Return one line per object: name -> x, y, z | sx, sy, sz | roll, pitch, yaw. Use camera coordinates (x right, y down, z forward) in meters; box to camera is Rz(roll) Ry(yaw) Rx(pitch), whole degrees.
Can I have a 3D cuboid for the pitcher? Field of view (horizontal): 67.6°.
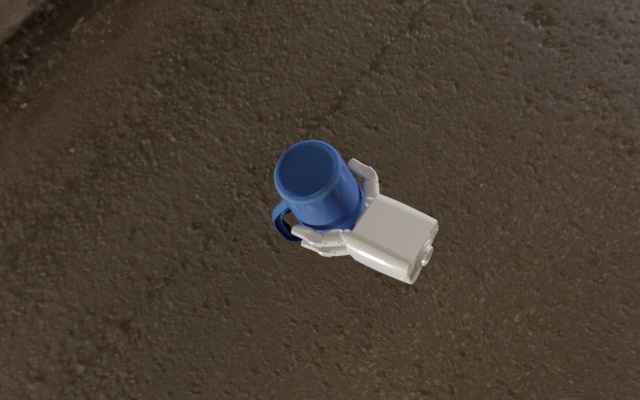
pitcher -> 0.000, 0.003, 0.816 | 0.145, 0.149, 0.243 | 24, -13, 24
